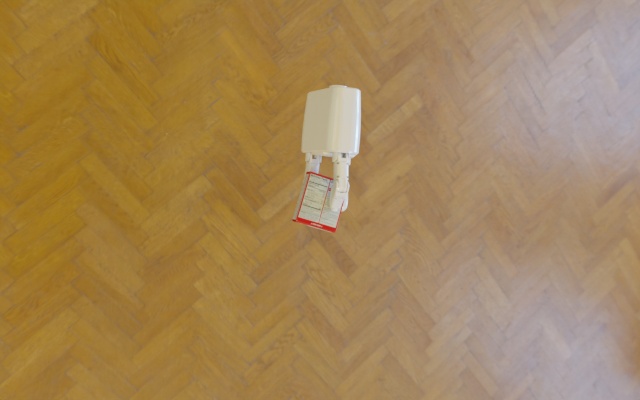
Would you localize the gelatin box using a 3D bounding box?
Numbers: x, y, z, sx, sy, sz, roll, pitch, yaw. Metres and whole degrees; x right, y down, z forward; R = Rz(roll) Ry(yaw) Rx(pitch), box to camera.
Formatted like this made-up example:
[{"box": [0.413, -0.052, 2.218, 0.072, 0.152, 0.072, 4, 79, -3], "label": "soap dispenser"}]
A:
[{"box": [0.000, 0.003, 0.810, 0.073, 0.089, 0.030, 17, -6, -17], "label": "gelatin box"}]
